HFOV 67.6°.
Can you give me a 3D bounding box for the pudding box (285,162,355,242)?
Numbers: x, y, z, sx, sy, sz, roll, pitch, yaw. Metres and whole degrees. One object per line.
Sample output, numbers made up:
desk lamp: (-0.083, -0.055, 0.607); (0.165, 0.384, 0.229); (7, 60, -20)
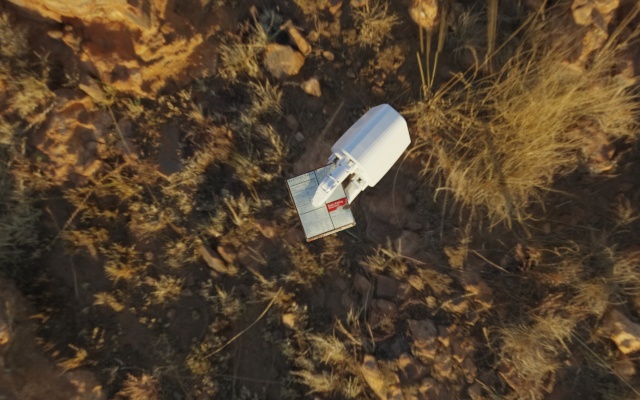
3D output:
pudding box: (0.000, 0.003, 0.811); (0.090, 0.113, 0.039); (-19, -7, 0)
